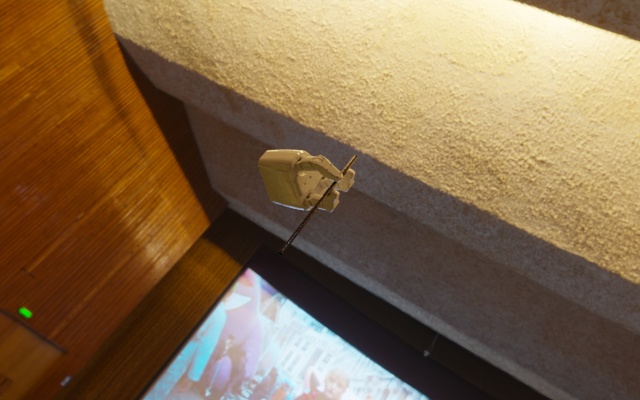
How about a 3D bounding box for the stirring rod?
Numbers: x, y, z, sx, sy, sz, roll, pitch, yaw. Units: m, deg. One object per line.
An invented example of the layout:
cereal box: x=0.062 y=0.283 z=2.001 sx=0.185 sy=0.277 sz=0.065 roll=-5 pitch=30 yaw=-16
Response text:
stirring rod: x=0.000 y=0.003 z=0.843 sx=0.011 sy=0.239 sz=0.011 roll=29 pitch=-27 yaw=17
